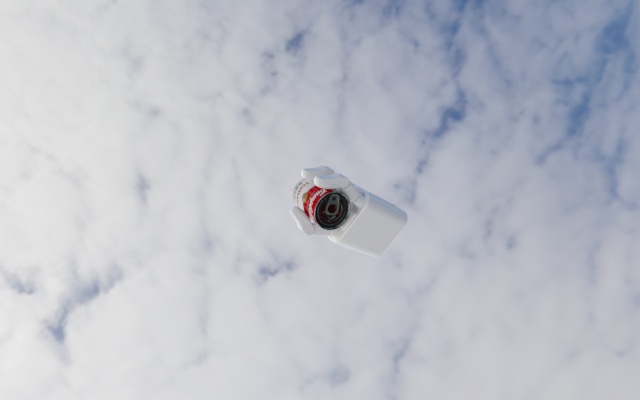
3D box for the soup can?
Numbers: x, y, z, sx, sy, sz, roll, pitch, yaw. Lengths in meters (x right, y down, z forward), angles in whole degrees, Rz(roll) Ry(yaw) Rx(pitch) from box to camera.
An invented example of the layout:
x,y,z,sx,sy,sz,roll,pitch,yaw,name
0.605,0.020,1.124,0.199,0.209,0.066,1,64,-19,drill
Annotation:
x,y,z,sx,sy,sz,roll,pitch,yaw,name
0.000,0.003,0.838,0.068,0.068,0.102,0,18,-26,soup can
